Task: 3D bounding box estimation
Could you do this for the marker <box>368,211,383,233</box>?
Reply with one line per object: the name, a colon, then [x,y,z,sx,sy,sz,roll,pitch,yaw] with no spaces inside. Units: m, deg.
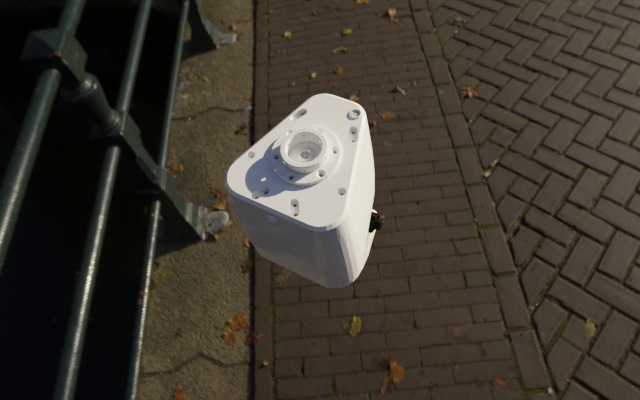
marker: [0.000,0.001,0.439,0.121,0.020,0.020,22,7,18]
